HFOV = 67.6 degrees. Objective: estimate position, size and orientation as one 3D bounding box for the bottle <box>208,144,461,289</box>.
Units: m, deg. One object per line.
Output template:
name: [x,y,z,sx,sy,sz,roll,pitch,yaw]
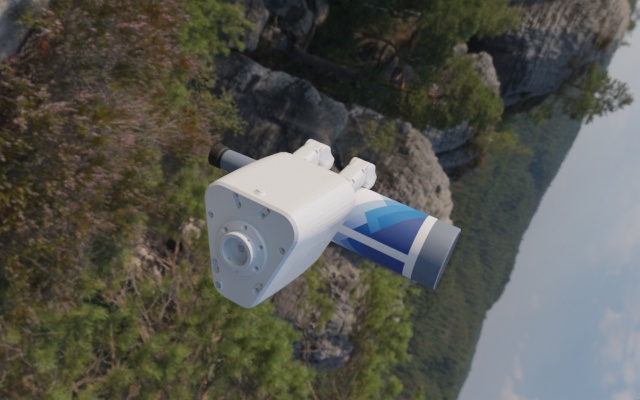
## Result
bottle: [0.000,0.002,0.525,0.295,0.069,0.069,24,8,19]
